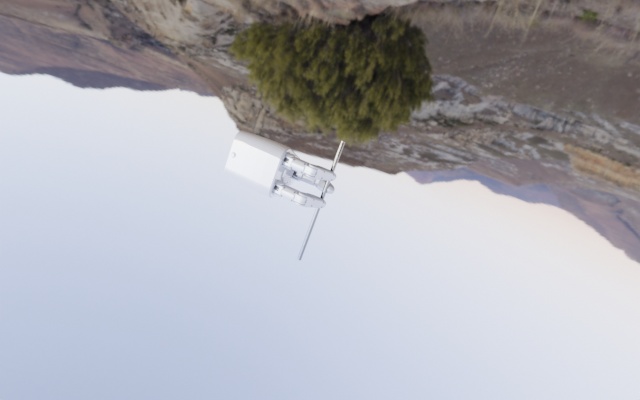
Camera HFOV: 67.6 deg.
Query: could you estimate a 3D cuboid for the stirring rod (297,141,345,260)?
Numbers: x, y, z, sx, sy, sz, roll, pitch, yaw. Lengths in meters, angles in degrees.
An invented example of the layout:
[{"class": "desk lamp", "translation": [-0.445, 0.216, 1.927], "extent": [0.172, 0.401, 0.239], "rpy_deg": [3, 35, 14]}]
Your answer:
[{"class": "stirring rod", "translation": [0.000, 0.003, 0.891], "extent": [0.011, 0.239, 0.011], "rpy_deg": [20, 12, -4]}]
